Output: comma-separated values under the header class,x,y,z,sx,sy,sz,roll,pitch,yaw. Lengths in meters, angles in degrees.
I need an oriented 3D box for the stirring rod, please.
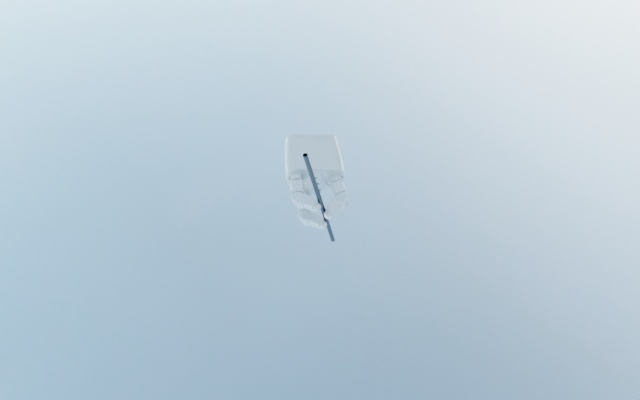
class,x,y,z,sx,sy,sz,roll,pitch,yaw
stirring rod,0.000,0.003,0.848,0.011,0.011,0.240,0,-39,15
